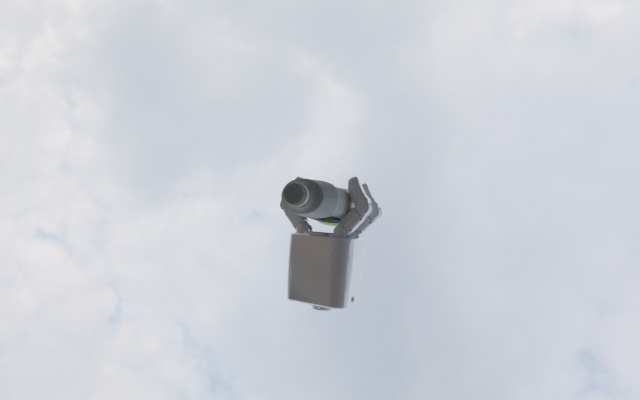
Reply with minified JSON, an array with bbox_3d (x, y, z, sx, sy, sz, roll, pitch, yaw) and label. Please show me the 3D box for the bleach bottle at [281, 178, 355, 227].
[{"bbox_3d":[0.000,0.002,0.735,0.102,0.068,0.251,5,-4,21],"label":"bleach bottle"}]
